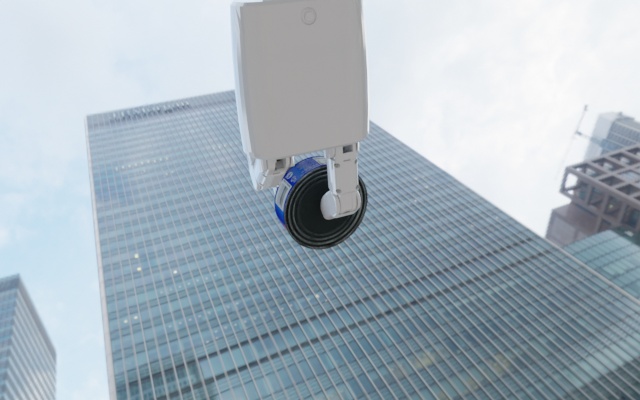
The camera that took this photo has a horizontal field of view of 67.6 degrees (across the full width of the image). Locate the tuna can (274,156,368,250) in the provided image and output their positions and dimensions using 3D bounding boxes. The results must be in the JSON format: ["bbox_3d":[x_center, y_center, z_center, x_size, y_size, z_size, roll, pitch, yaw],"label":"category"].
[{"bbox_3d":[0.000,0.001,0.458,0.086,0.086,0.033,0,23,-26],"label":"tuna can"}]
